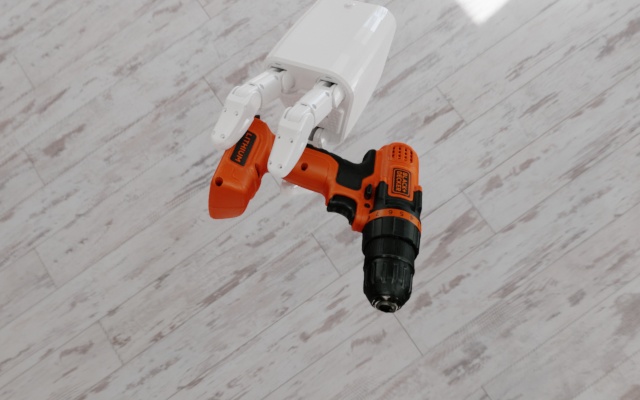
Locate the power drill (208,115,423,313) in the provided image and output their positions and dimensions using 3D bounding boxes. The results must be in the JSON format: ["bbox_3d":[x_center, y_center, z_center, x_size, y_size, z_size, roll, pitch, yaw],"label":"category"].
[{"bbox_3d":[0.000,0.001,0.431,0.187,0.184,0.057,16,-44,-3],"label":"power drill"}]
